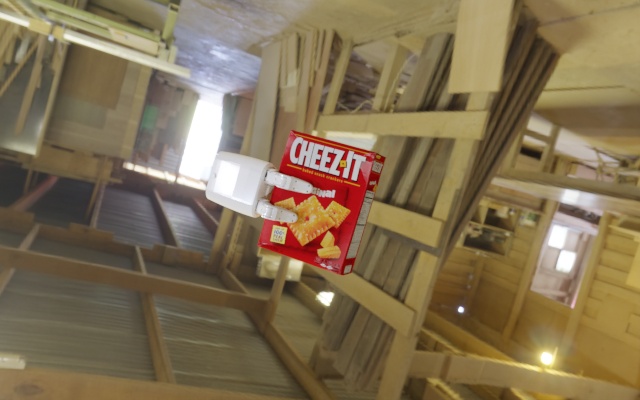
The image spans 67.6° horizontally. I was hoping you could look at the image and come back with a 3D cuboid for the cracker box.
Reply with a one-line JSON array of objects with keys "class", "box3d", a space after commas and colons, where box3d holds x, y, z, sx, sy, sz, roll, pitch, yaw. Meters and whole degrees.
[{"class": "cracker box", "box3d": [0.000, 0.003, 0.826, 0.164, 0.214, 0.072, 18, 4, 20]}]
